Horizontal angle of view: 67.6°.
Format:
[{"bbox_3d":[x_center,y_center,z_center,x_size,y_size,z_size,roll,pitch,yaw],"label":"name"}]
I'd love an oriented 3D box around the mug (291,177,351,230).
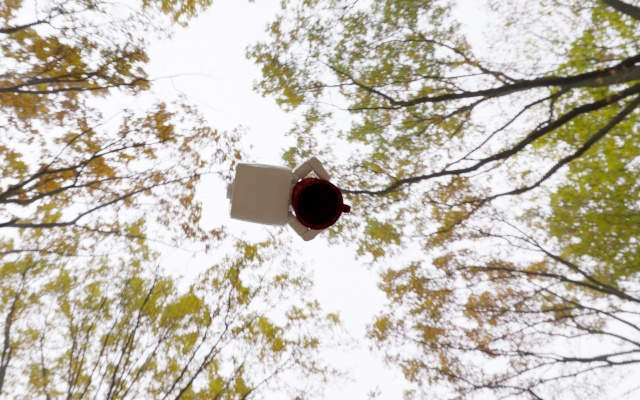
[{"bbox_3d":[0.001,0.003,0.897,0.117,0.093,0.081,10,8,-14],"label":"mug"}]
